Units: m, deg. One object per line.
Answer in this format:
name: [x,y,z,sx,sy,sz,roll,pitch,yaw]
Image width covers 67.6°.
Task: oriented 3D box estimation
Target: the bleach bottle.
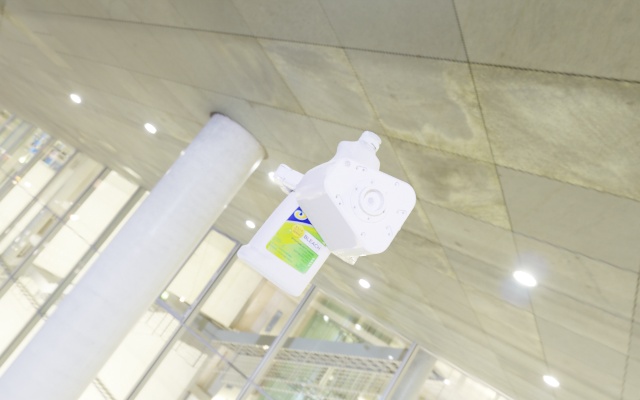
bleach bottle: [0.000,0.002,0.660,0.102,0.250,0.068,38,-16,-11]
